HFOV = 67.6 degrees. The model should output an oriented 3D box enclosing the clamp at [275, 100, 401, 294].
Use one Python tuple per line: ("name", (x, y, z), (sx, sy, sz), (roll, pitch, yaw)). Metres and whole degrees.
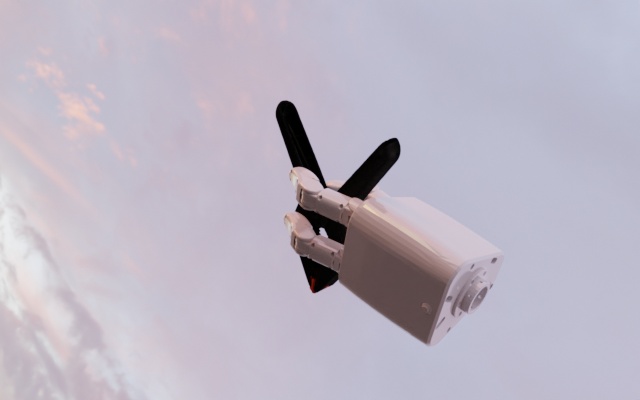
("clamp", (0.001, 0.002, 0.512), (0.036, 0.210, 0.164), (-18, 40, -38))
